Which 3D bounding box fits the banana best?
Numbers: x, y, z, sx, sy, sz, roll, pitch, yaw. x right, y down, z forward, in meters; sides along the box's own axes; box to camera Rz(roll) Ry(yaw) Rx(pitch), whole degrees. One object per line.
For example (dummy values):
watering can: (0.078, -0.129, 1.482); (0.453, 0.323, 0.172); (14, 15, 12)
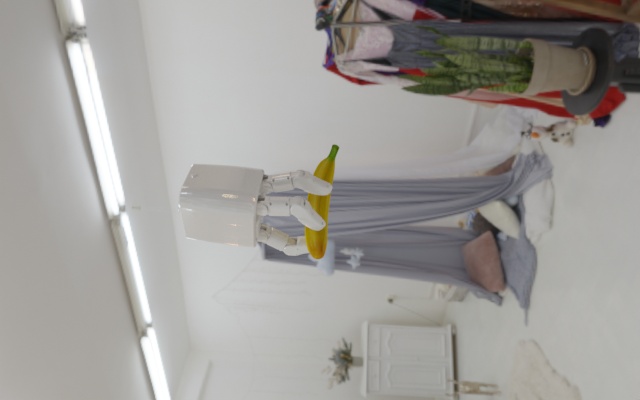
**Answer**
banana: (-0.002, 0.009, 0.735); (0.037, 0.197, 0.070); (10, -30, -4)
